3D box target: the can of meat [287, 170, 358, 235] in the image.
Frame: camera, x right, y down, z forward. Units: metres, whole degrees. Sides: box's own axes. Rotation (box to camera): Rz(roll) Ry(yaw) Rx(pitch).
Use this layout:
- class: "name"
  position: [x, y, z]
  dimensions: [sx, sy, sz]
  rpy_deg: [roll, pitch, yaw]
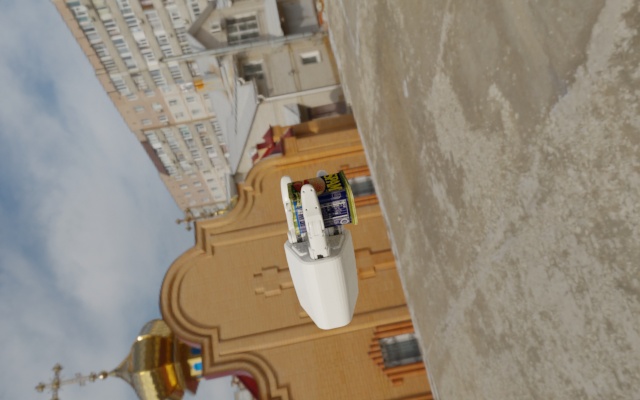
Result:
- class: "can of meat"
  position: [0.000, 0.002, 0.665]
  dimensions: [0.084, 0.057, 0.102]
  rpy_deg: [-12, 22, -1]
